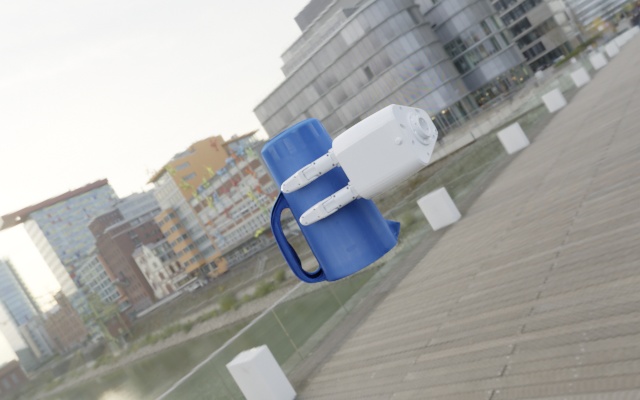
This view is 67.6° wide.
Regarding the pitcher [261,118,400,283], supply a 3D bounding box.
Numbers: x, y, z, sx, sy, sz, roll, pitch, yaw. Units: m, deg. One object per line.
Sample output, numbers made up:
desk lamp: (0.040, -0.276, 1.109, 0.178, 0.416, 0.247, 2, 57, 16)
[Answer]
pitcher: (0.000, 0.002, 0.761, 0.145, 0.243, 0.149, -30, 2, 39)
